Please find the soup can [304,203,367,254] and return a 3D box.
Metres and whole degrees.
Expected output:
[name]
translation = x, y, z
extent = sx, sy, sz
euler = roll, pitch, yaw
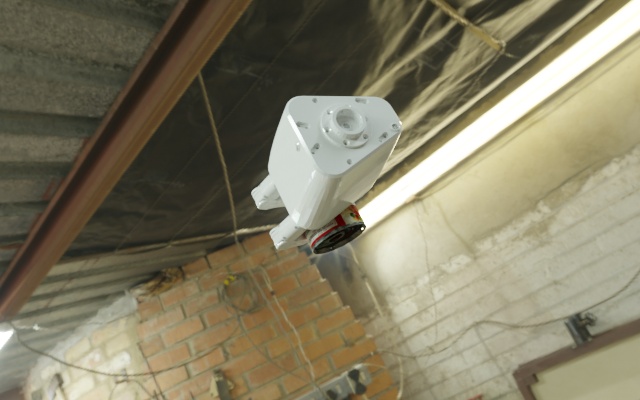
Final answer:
[soup can]
translation = 0.000, 0.002, 0.556
extent = 0.068, 0.102, 0.068
euler = -24, -20, -9
